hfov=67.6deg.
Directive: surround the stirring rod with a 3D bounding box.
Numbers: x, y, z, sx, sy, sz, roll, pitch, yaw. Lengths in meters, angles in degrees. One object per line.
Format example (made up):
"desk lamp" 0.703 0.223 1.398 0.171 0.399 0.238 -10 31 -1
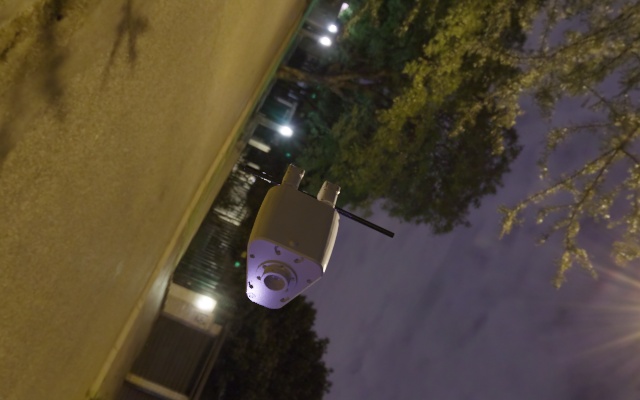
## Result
"stirring rod" 0.000 0.002 0.700 0.239 0.011 0.011 25 -3 -6
